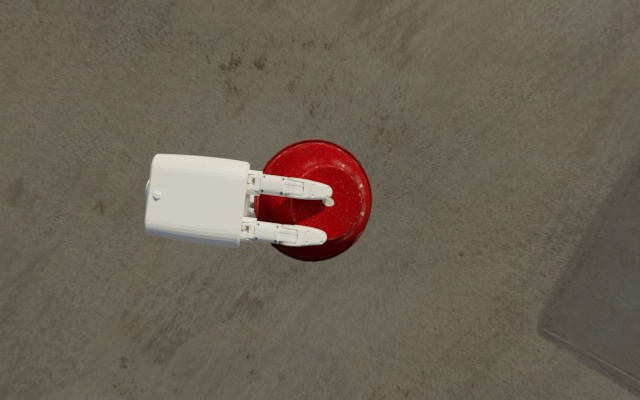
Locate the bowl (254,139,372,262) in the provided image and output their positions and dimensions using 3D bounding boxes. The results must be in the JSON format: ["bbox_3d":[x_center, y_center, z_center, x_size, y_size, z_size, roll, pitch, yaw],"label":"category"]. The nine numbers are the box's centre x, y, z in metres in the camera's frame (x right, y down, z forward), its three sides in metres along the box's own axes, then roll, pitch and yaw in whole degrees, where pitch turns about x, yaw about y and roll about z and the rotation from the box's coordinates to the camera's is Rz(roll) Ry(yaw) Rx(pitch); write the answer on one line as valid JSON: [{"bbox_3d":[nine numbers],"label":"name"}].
[{"bbox_3d":[0.001,0.002,0.604,0.162,0.162,0.055,0,3,-17],"label":"bowl"}]
